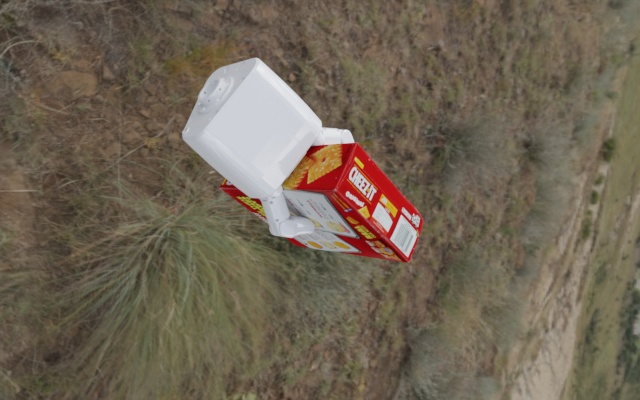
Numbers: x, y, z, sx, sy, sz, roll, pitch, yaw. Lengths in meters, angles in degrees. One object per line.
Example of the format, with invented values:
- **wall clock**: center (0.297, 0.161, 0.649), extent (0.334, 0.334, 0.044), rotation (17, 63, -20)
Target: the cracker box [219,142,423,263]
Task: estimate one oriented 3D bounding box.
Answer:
- **cracker box**: center (0.000, 0.002, 0.614), extent (0.213, 0.072, 0.164), rotation (3, -30, 46)
